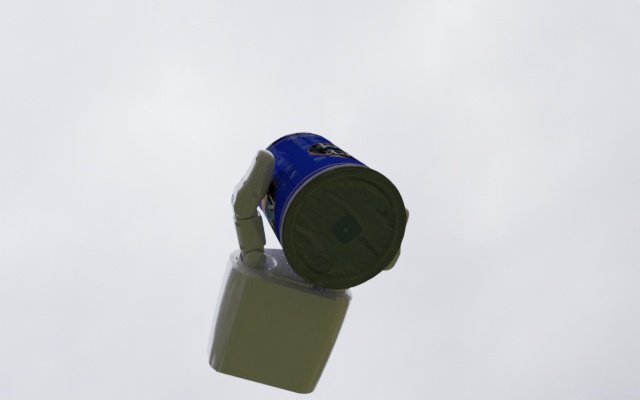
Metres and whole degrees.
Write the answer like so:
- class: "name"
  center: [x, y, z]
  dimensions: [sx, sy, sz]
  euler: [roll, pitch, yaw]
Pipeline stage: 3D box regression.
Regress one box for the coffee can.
- class: "coffee can"
  center: [0.000, 0.001, 0.430]
  dimensions: [0.103, 0.103, 0.140]
  euler: [0, 18, -18]
